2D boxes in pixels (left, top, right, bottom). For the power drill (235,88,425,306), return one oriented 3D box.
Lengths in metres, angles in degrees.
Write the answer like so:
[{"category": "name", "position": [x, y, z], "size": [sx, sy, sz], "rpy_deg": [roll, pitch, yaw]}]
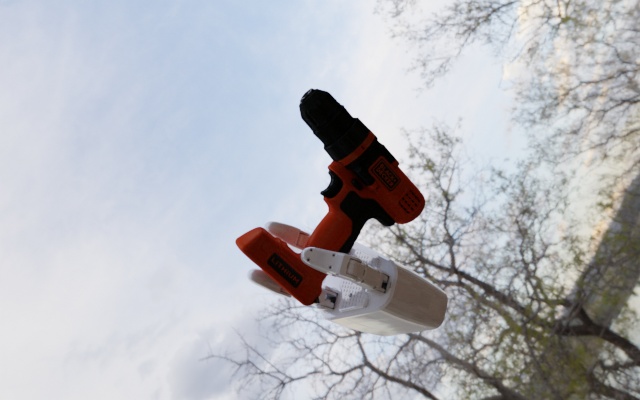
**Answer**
[{"category": "power drill", "position": [0.000, 0.002, 0.509], "size": [0.184, 0.187, 0.057], "rpy_deg": [45, -6, -14]}]
